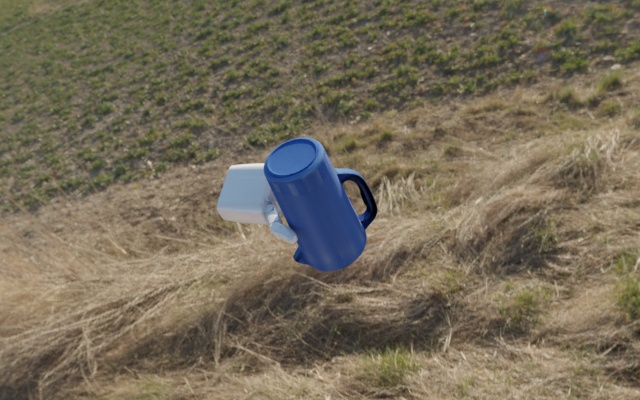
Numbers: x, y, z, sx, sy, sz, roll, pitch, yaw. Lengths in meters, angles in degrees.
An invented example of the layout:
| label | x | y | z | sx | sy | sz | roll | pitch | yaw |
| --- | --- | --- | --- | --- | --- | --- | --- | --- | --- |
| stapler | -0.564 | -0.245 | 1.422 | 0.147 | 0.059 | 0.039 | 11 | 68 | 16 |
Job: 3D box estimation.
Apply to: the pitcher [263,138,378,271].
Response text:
| label | x | y | z | sx | sy | sz | roll | pitch | yaw |
| --- | --- | --- | --- | --- | --- | --- | --- | --- | --- |
| pitcher | 0.000 | 0.003 | 0.863 | 0.145 | 0.149 | 0.243 | 4 | -40 | 28 |
